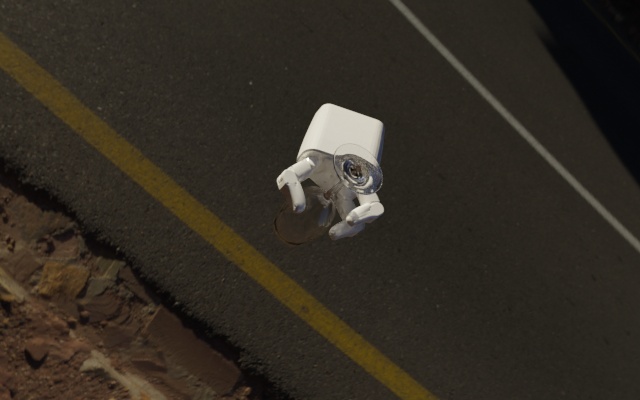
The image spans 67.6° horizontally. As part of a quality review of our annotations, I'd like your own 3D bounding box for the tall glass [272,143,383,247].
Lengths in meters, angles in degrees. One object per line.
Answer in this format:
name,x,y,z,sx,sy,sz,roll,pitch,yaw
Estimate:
tall glass,0.000,0.002,0.678,0.079,0.079,0.201,0,-26,-33
